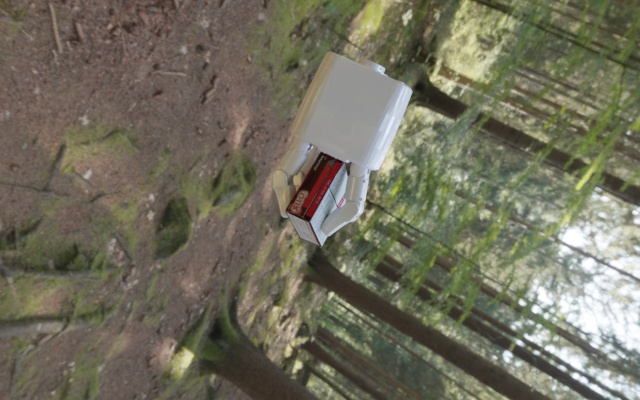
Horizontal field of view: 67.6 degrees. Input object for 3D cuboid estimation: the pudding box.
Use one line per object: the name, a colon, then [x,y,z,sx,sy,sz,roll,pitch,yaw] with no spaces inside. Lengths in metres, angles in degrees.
pudding box: [0.000,0.002,0.613,0.039,0.090,0.113,26,-16,18]
